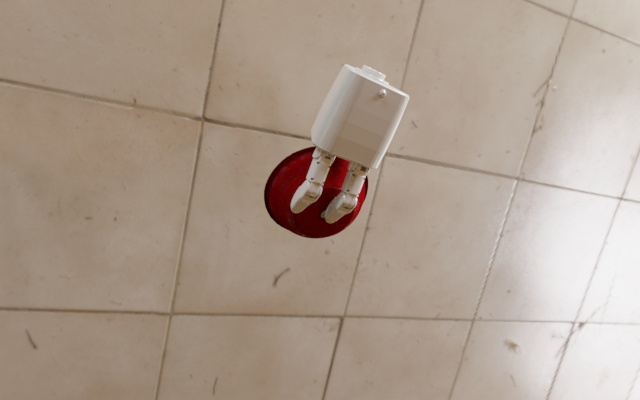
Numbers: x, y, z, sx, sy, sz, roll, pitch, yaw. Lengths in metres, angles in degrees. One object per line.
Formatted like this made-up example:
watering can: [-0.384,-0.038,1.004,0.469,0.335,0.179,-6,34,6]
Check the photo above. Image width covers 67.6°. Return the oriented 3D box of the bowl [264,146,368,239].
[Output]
bowl: [0.000,0.004,0.702,0.162,0.162,0.055,0,36,-15]
